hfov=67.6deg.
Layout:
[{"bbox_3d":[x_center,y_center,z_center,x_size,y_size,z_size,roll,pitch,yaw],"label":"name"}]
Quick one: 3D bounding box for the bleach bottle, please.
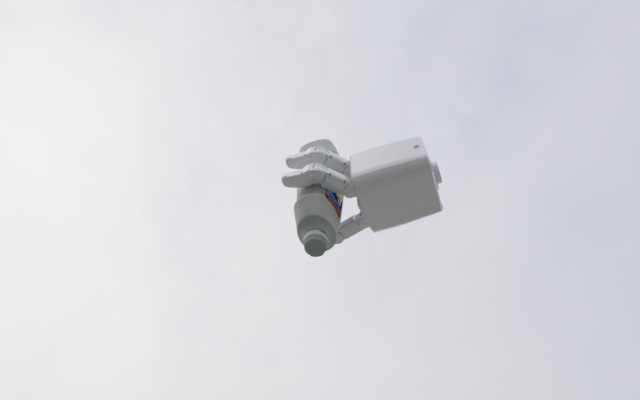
[{"bbox_3d":[0.000,0.002,0.699,0.068,0.103,0.250,-16,28,11],"label":"bleach bottle"}]
